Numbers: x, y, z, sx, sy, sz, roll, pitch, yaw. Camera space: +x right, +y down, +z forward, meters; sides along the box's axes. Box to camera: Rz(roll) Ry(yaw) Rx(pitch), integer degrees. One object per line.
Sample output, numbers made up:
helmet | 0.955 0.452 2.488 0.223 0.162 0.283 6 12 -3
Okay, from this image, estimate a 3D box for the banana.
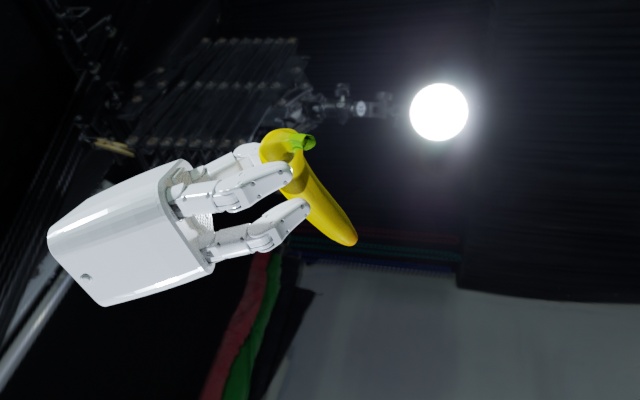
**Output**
banana | -0.013 -0.011 0.441 0.069 0.037 0.198 42 -8 29
